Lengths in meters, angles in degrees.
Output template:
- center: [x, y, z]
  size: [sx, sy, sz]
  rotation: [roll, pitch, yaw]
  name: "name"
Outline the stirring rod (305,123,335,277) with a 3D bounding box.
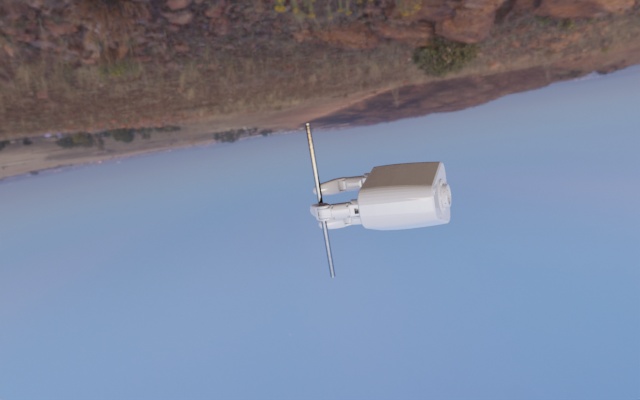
- center: [0.000, 0.002, 0.733]
  size: [0.011, 0.239, 0.011]
  rotation: [-9, 9, 1]
  name: "stirring rod"
